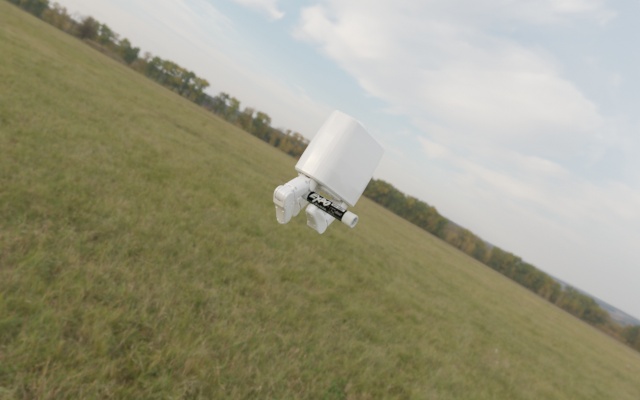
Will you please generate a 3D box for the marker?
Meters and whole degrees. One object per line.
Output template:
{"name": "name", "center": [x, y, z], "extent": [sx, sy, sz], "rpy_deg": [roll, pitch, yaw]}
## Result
{"name": "marker", "center": [0.000, 0.002, 0.680], "extent": [0.121, 0.020, 0.020], "rpy_deg": [31, 15, 27]}
